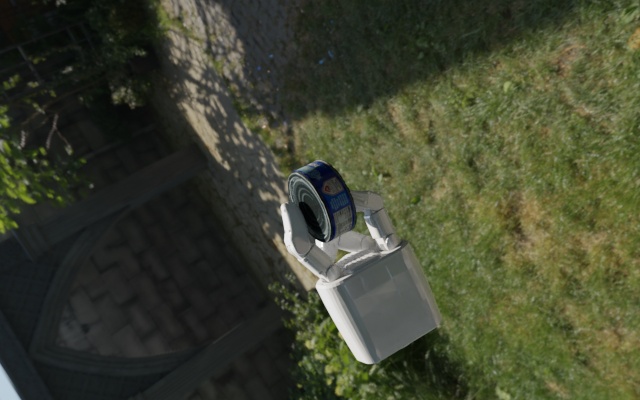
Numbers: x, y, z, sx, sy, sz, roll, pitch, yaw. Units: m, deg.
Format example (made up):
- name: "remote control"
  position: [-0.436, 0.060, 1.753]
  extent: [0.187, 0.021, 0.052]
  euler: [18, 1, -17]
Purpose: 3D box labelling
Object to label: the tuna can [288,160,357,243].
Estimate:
- name: "tuna can"
  position: [0.000, 0.002, 0.515]
  extent: [0.033, 0.086, 0.086]
  euler: [-27, 11, -23]
